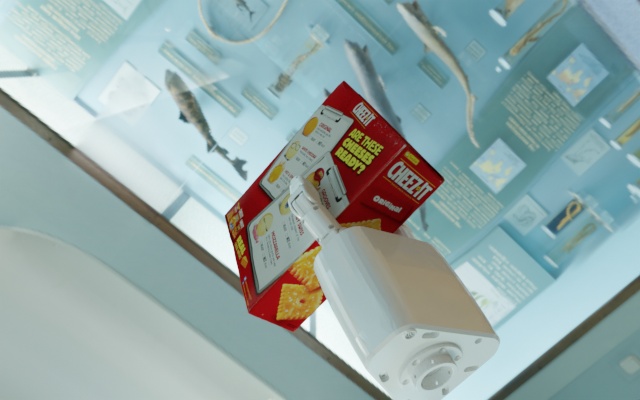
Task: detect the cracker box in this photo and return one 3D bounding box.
[{"bbox_3d":[0.000,0.002,0.498,0.072,0.214,0.164,34,17,-34],"label":"cracker box"}]
